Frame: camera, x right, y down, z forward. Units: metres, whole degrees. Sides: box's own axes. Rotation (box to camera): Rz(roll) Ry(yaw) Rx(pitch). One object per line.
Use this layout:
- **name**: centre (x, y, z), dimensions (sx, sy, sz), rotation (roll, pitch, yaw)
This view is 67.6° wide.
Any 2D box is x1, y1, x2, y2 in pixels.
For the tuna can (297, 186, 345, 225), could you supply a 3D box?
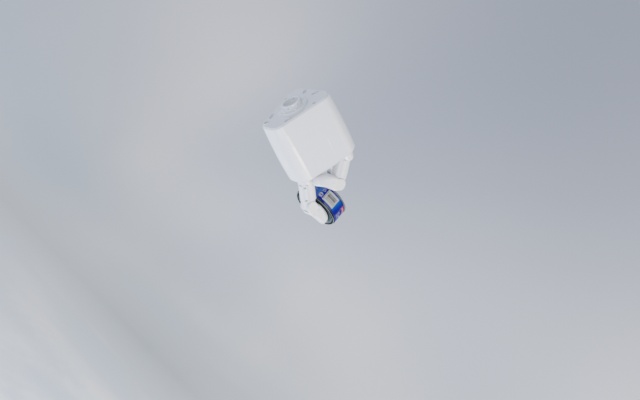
- **tuna can**: centre (0.000, 0.003, 0.843), dimensions (0.086, 0.033, 0.086), rotation (34, -23, 17)
